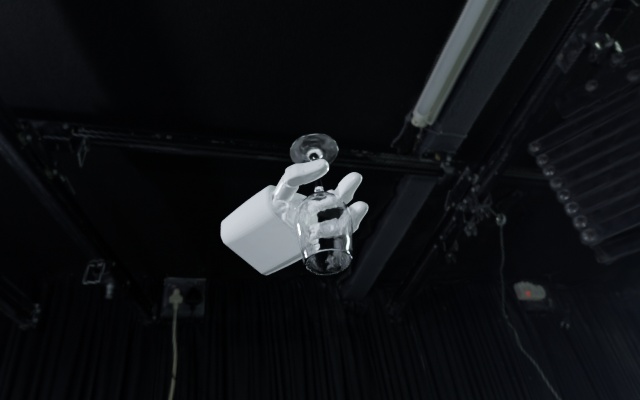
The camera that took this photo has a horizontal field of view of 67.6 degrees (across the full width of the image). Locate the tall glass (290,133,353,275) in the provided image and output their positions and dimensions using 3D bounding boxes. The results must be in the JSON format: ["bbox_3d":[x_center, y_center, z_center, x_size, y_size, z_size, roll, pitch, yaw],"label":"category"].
[{"bbox_3d":[0.000,0.002,0.664,0.079,0.200,0.079,-5,-39,-4],"label":"tall glass"}]
